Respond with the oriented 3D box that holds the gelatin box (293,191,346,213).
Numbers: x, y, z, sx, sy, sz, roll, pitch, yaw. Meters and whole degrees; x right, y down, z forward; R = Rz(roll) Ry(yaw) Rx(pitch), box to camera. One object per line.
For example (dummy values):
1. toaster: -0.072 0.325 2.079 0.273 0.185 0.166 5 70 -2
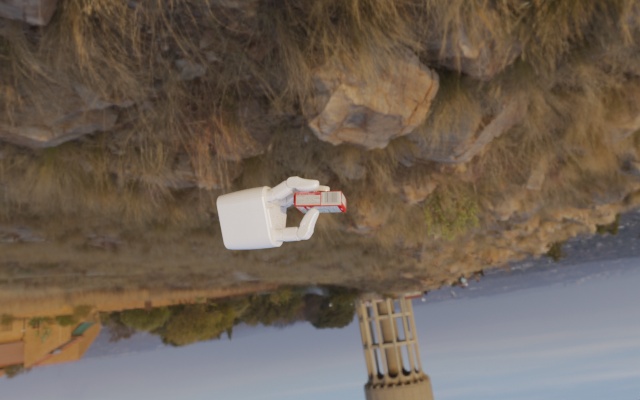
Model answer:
1. gelatin box: 0.000 0.003 0.889 0.089 0.030 0.073 -1 -11 9
